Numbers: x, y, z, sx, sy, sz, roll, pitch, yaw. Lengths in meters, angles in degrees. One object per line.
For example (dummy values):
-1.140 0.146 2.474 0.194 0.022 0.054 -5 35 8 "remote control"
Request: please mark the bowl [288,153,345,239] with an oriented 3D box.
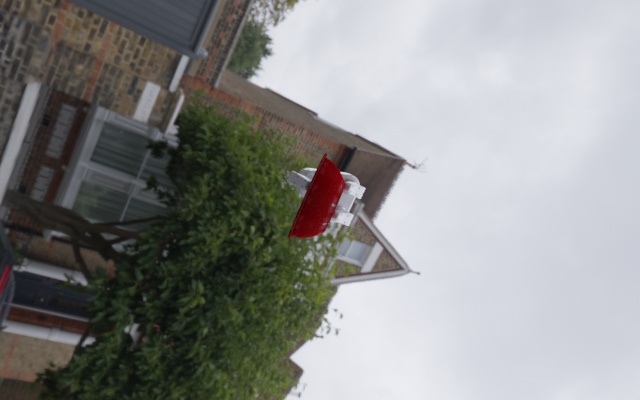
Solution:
0.000 0.003 0.819 0.055 0.162 0.162 24 0 1 "bowl"
